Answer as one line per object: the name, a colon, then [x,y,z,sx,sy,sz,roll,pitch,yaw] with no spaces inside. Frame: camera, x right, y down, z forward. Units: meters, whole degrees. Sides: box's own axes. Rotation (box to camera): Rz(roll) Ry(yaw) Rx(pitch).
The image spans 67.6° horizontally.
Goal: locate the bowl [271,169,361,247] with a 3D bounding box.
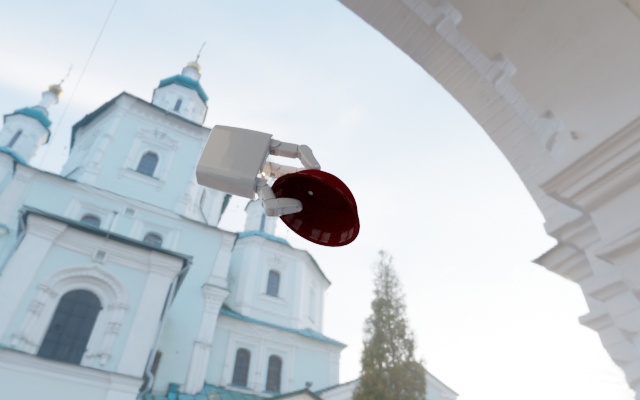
bowl: [0.001,0.003,0.786,0.162,0.162,0.055,0,41,35]
